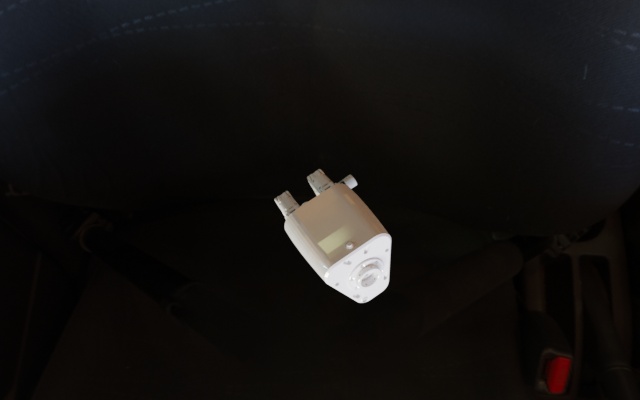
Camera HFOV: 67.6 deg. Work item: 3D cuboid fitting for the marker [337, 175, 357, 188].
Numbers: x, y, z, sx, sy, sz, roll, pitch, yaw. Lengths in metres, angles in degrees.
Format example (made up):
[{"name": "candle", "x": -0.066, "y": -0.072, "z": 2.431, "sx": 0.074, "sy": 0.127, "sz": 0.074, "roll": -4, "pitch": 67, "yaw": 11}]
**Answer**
[{"name": "marker", "x": 0.000, "y": 0.002, "z": 0.708, "sx": 0.121, "sy": 0.020, "sz": 0.020, "roll": -34, "pitch": 4, "yaw": -6}]
